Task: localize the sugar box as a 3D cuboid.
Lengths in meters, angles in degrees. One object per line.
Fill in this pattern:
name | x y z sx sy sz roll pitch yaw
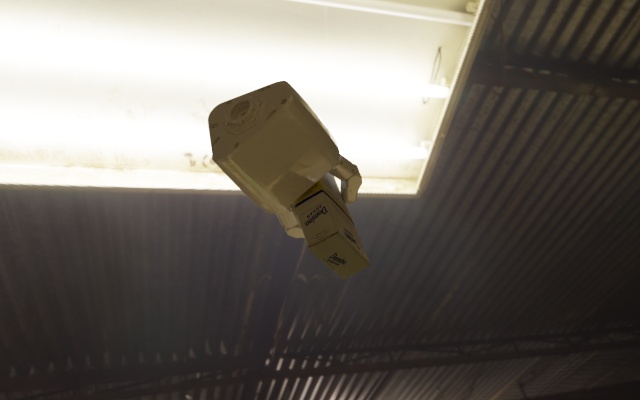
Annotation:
sugar box | 0.000 0.002 0.592 0.048 0.176 0.093 -28 -41 14
